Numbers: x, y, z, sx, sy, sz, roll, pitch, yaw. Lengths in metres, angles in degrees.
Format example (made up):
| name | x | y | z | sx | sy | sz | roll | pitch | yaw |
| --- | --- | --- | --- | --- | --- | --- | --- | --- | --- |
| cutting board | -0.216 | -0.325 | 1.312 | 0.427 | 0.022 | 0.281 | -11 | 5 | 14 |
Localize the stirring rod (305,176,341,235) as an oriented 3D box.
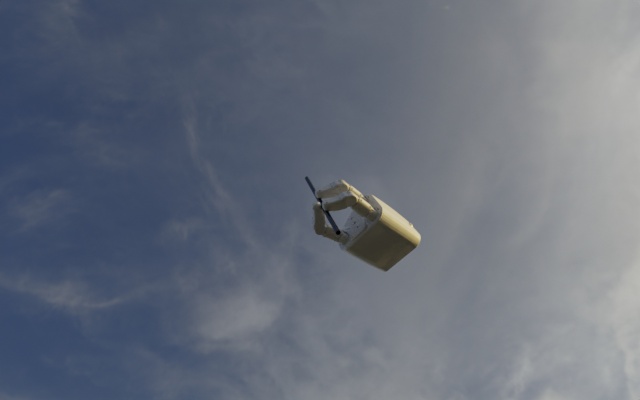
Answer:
| name | x | y | z | sx | sy | sz | roll | pitch | yaw |
| --- | --- | --- | --- | --- | --- | --- | --- | --- | --- |
| stirring rod | 0.000 | 0.003 | 0.845 | 0.011 | 0.011 | 0.239 | 0 | 23 | -14 |
